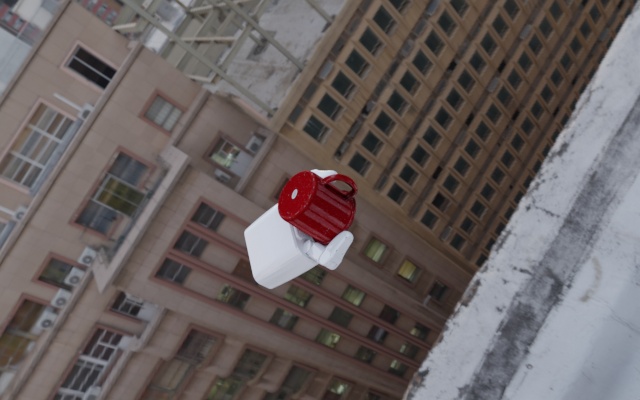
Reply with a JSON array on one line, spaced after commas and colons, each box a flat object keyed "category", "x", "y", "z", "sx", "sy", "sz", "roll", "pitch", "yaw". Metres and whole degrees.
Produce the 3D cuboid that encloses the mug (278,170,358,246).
[{"category": "mug", "x": 0.001, "y": 0.001, "z": 0.696, "sx": 0.117, "sy": 0.093, "sz": 0.081, "roll": -36, "pitch": -50, "yaw": 28}]
